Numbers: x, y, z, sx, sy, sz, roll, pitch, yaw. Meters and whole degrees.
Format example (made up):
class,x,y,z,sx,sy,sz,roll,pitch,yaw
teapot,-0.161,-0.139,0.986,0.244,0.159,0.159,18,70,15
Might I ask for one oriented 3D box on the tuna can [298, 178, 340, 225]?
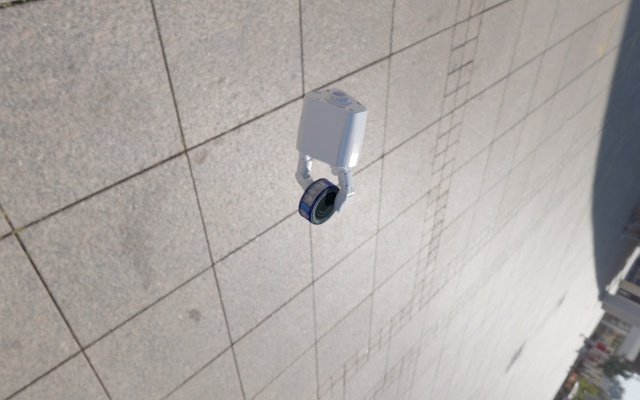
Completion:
class,x,y,z,sx,sy,sz,roll,pitch,yaw
tuna can,0.001,0.003,0.893,0.033,0.086,0.086,35,19,29
